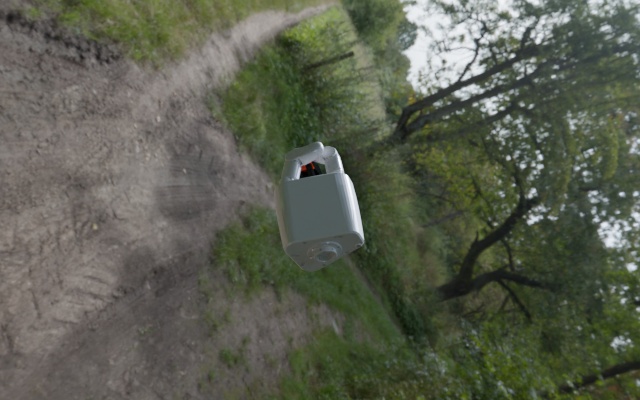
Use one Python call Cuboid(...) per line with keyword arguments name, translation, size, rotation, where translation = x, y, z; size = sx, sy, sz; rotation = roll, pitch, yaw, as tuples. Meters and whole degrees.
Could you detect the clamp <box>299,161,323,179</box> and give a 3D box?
Cuboid(name="clamp", translation=(0.001, 0.002, 0.799), size=(0.039, 0.120, 0.172), rotation=(-20, -38, 12))
